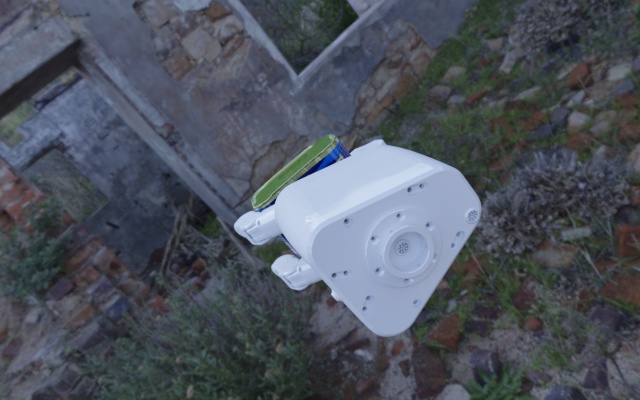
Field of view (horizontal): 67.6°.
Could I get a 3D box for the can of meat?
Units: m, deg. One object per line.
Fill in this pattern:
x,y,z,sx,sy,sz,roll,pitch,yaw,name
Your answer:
0.000,0.001,0.437,0.102,0.084,0.057,-40,18,1,can of meat
